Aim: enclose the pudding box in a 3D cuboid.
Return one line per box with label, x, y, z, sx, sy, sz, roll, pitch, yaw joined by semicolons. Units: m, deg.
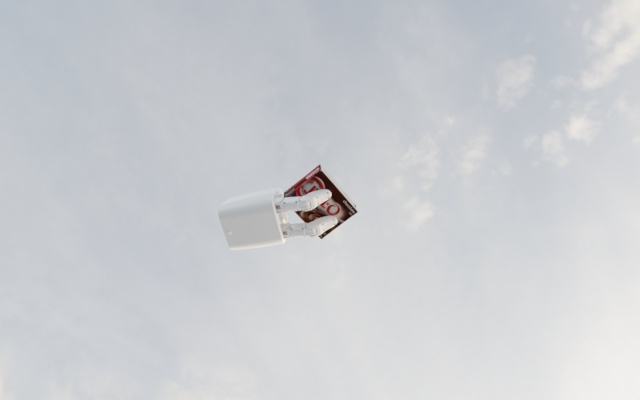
pudding box;0.000;0.003;0.886;0.090;0.113;0.039;-37;23;14
